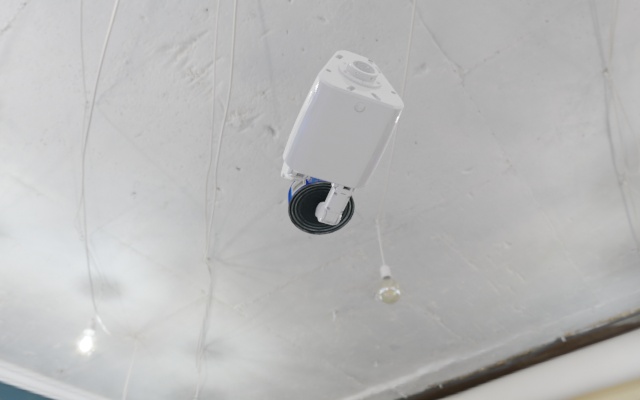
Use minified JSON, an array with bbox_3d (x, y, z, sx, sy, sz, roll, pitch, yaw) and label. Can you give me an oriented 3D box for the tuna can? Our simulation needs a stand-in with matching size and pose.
[{"bbox_3d":[0.000,0.002,0.623,0.086,0.086,0.033,0,38,-6],"label":"tuna can"}]
